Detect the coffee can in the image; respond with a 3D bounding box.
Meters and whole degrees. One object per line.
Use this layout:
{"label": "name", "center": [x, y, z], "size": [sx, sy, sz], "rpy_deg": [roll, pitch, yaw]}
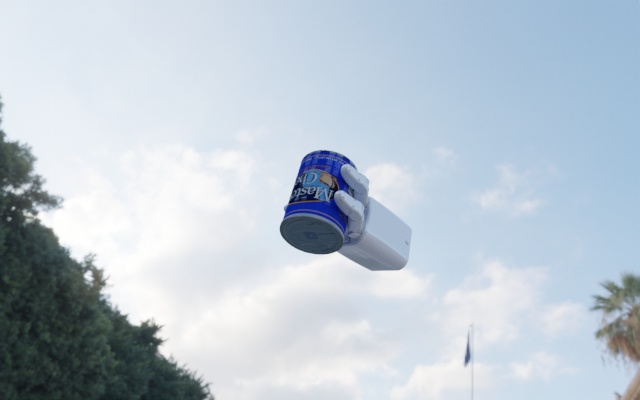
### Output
{"label": "coffee can", "center": [0.000, 0.003, 0.780], "size": [0.103, 0.140, 0.103], "rpy_deg": [10, -37, 7]}
